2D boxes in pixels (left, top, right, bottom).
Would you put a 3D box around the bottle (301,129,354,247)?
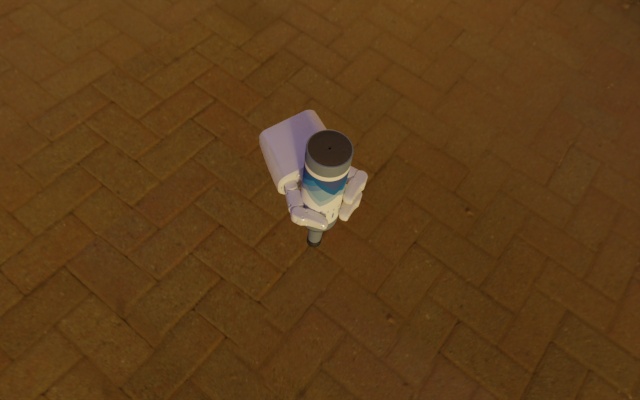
[{"bbox_3d":[0.000,0.003,0.782,0.069,0.069,0.296,0,-30,-6],"label":"bottle"}]
